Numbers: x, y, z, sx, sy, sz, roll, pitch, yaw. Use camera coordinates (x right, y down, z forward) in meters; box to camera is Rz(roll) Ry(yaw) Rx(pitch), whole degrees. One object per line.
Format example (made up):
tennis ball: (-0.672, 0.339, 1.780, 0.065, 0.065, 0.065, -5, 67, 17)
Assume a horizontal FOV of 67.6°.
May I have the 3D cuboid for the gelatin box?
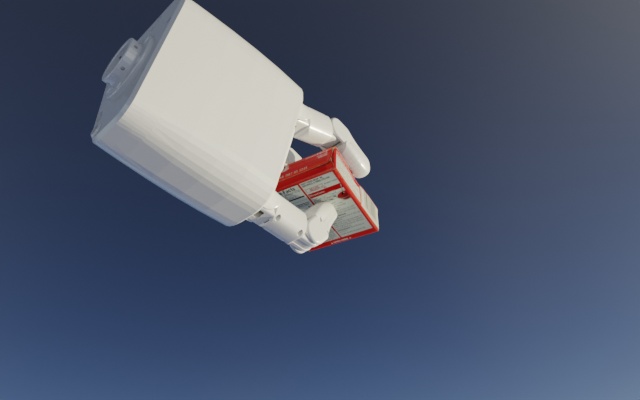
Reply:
gelatin box: (0.000, 0.002, 0.418, 0.073, 0.030, 0.089, -19, -48, 22)
